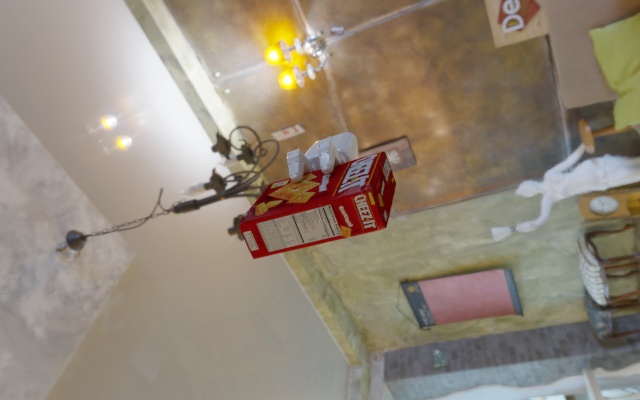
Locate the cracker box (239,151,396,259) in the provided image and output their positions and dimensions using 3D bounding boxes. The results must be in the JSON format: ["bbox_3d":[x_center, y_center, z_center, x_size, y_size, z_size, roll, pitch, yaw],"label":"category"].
[{"bbox_3d":[0.000,0.003,0.743,0.214,0.072,0.164,-15,20,20],"label":"cracker box"}]
